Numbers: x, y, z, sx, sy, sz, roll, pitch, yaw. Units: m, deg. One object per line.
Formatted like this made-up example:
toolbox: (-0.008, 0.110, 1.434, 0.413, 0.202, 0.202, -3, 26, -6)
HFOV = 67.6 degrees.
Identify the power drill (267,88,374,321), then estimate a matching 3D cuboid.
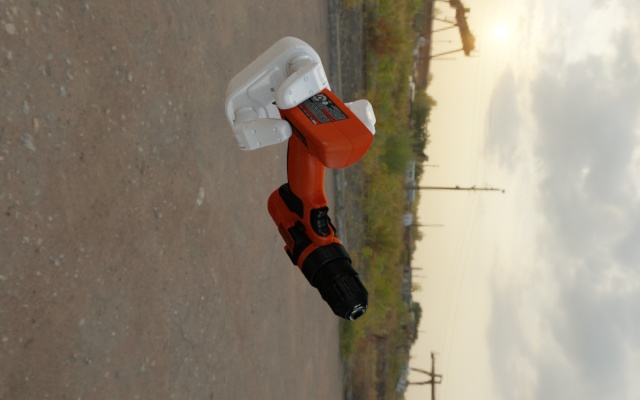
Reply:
power drill: (0.000, 0.001, 0.468, 0.057, 0.188, 0.184, -16, 46, -26)
